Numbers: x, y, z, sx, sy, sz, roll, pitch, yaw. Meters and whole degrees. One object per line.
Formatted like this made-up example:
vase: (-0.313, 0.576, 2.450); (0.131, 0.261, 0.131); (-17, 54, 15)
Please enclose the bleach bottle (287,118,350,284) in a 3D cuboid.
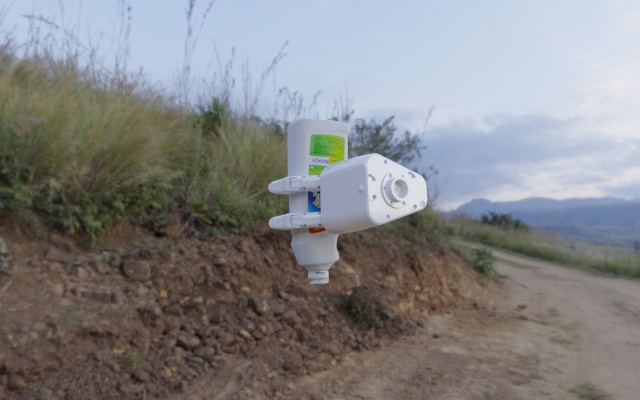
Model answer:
bleach bottle: (0.000, 0.002, 0.749); (0.102, 0.251, 0.068); (3, -9, -32)
